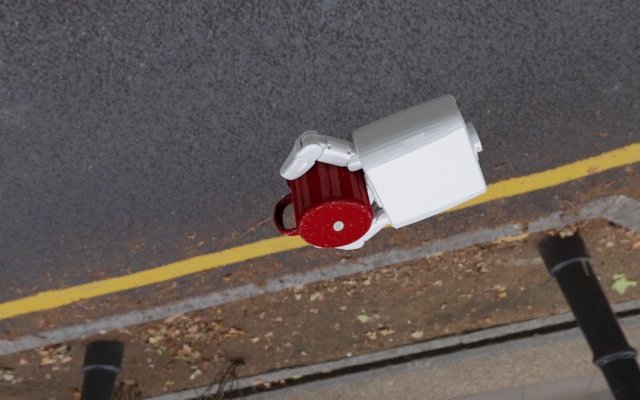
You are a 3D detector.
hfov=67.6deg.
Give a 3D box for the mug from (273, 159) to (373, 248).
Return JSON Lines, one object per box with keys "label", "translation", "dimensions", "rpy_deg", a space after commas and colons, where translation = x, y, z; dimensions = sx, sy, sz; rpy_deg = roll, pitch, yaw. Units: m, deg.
{"label": "mug", "translation": [-0.001, 0.002, 0.521], "dimensions": [0.117, 0.081, 0.093], "rpy_deg": [-23, -42, 15]}
